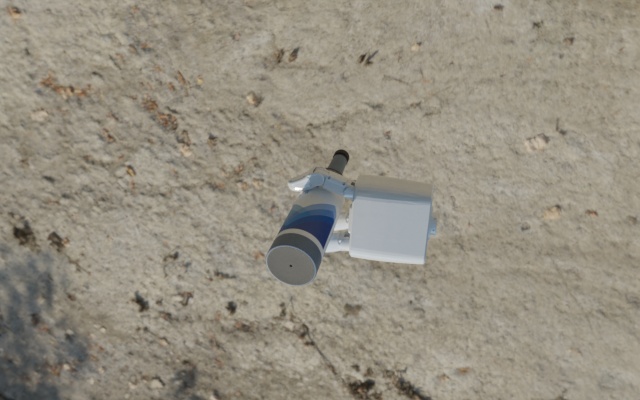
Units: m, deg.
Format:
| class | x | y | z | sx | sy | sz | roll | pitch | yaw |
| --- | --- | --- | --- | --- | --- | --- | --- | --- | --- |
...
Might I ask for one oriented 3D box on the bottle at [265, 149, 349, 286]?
| class | x | y | z | sx | sy | sz | roll | pitch | yaw |
| --- | --- | --- | --- | --- | --- | --- | --- | --- | --- |
| bottle | 0.000 | 0.002 | 0.705 | 0.069 | 0.069 | 0.295 | 0 | 32 | 17 |
